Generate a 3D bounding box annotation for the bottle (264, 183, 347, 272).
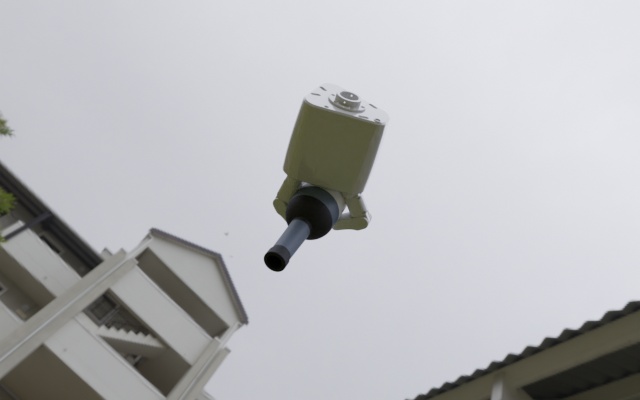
[{"bbox_3d":[0.000,0.002,0.654,0.069,0.069,0.295,0,27,23],"label":"bottle"}]
